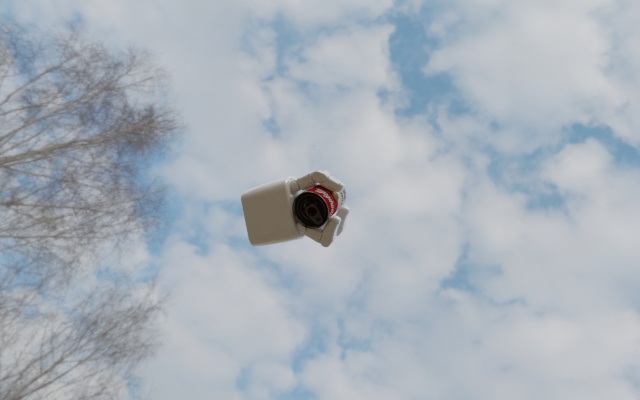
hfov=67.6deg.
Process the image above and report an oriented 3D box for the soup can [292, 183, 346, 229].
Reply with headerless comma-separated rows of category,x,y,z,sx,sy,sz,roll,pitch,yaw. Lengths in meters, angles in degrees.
soup can,0.001,0.003,0.865,0.068,0.068,0.102,0,17,22
